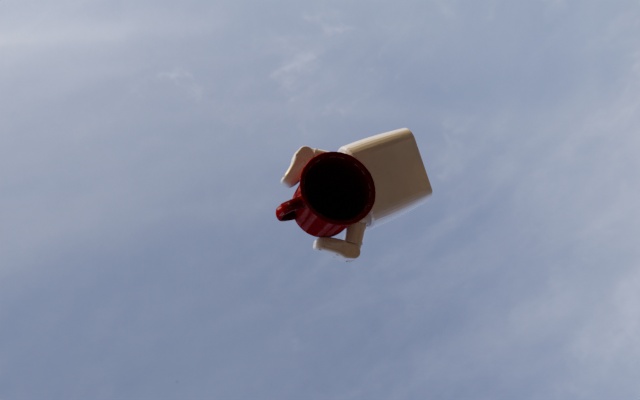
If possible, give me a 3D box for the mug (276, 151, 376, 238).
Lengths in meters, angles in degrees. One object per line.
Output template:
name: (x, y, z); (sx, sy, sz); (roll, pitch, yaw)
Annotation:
mug: (-0.001, 0.003, 0.587); (0.117, 0.093, 0.081); (-20, -13, -22)
